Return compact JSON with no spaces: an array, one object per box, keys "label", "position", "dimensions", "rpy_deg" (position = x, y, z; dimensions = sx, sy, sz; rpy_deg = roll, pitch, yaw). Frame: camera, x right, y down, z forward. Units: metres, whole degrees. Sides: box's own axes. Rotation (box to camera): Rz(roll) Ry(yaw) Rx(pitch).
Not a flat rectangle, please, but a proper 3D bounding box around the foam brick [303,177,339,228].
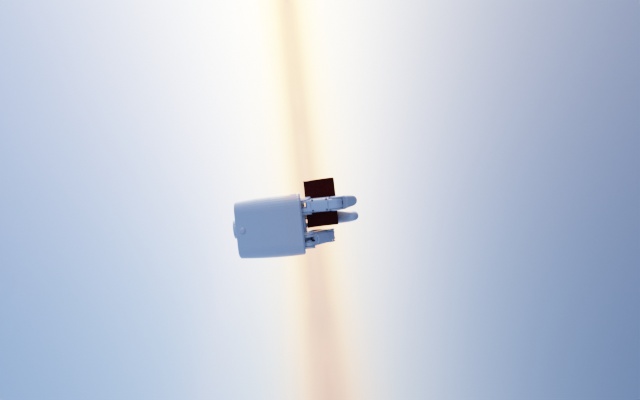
[{"label":"foam brick","position":[0.000,0.002,0.787],"dimensions":[0.051,0.078,0.053],"rpy_deg":[-6,2,0]}]
